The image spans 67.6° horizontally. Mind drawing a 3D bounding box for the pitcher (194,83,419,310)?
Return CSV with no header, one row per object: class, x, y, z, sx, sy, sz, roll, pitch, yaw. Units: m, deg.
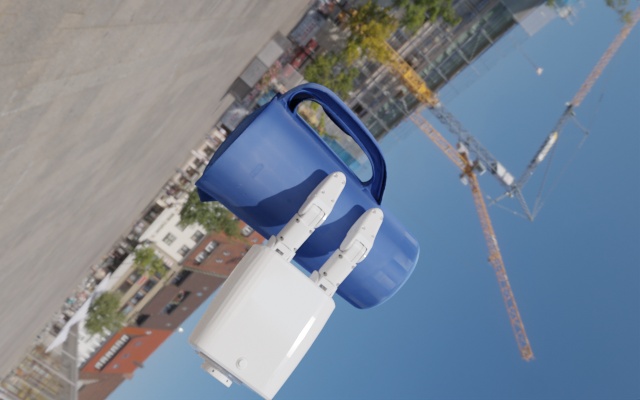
pitcher,0.000,0.002,0.527,0.243,0.145,0.149,42,-26,-13
